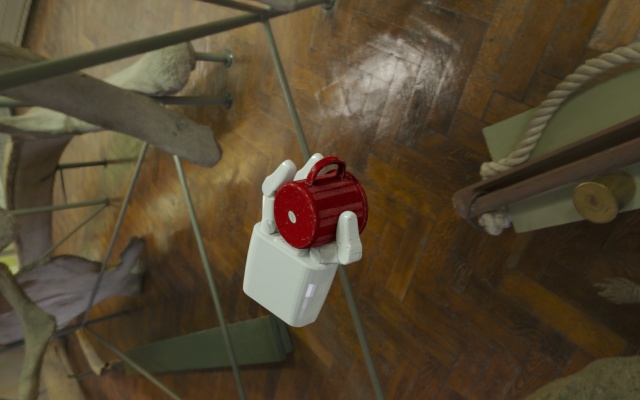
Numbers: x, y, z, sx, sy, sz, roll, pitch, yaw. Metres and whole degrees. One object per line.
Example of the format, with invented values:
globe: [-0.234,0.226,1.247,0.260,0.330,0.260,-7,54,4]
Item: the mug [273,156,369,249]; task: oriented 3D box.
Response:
mug: [0.000,0.001,0.574,0.081,0.117,0.093,-13,39,-41]
